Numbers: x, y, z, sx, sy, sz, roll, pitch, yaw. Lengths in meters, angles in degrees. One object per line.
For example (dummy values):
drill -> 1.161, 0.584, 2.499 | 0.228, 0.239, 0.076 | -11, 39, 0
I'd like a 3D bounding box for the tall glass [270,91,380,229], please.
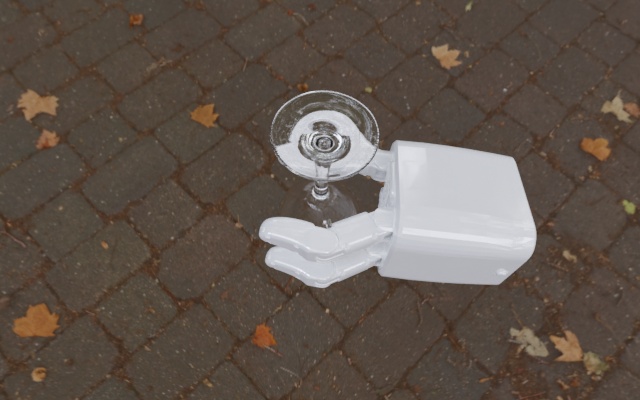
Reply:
tall glass -> 0.000, 0.001, 0.409 | 0.079, 0.079, 0.201 | 0, -28, -3
